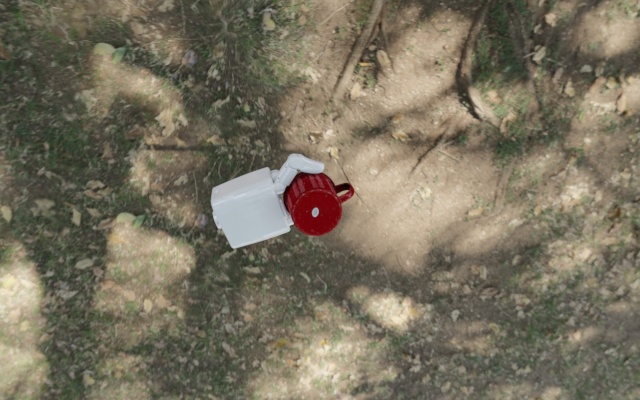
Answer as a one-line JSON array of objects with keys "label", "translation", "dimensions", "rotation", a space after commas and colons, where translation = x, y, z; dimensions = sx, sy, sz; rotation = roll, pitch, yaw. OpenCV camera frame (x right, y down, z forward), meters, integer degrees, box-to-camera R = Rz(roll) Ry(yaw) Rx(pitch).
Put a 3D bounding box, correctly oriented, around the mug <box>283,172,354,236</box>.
[{"label": "mug", "translation": [0.002, 0.002, 0.776], "dimensions": [0.117, 0.093, 0.081], "rotation": [-19, 22, -2]}]
